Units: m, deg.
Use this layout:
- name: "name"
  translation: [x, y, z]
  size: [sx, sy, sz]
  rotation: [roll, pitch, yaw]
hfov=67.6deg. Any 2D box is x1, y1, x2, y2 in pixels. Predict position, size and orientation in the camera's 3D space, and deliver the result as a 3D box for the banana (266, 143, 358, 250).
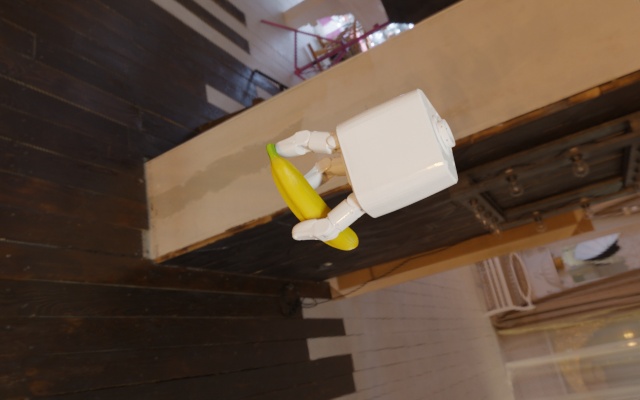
- name: "banana"
  translation: [-0.004, 0.011, 0.616]
  size: [0.037, 0.198, 0.069]
  rotation: [-25, 31, 24]
